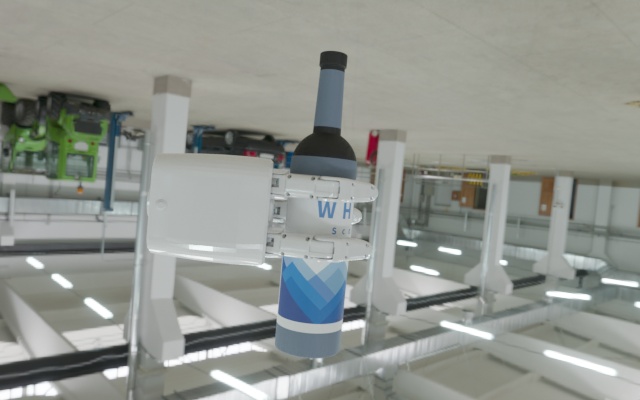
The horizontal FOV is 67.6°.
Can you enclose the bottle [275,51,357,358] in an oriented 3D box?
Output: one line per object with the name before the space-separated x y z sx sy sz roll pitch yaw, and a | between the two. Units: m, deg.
bottle | 0.000 0.002 0.479 0.069 0.296 0.069 5 2 0
